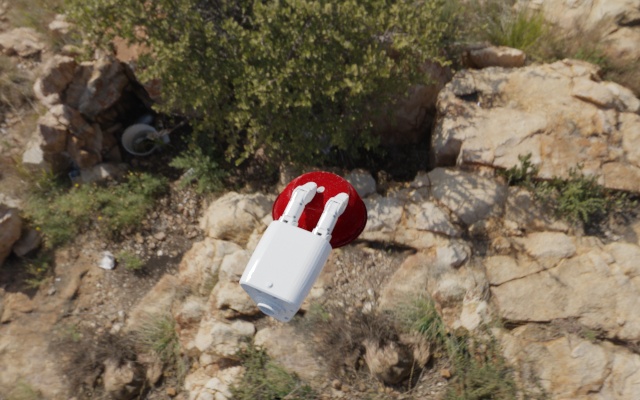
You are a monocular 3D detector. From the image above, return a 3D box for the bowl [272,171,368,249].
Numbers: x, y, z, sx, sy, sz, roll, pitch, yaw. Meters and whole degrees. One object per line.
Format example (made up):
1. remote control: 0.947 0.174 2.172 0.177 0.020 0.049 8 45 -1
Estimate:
1. bowl: 0.000 0.001 0.785 0.162 0.162 0.055 2 -45 -2
